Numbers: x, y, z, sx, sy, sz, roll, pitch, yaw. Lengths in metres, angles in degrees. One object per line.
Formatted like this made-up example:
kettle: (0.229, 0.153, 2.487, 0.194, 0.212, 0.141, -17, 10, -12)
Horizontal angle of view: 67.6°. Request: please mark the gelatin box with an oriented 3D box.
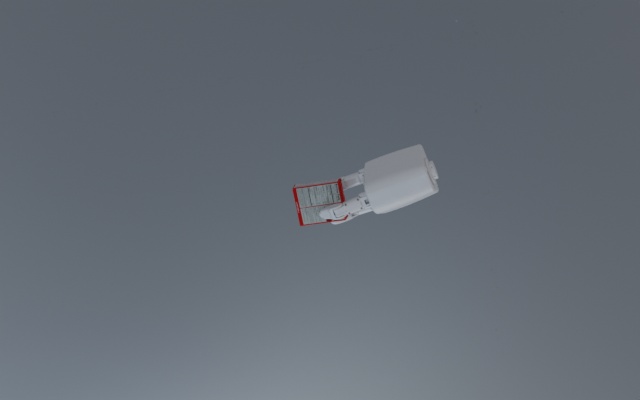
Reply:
gelatin box: (0.000, 0.003, 0.858, 0.089, 0.073, 0.030, -8, 16, 11)
